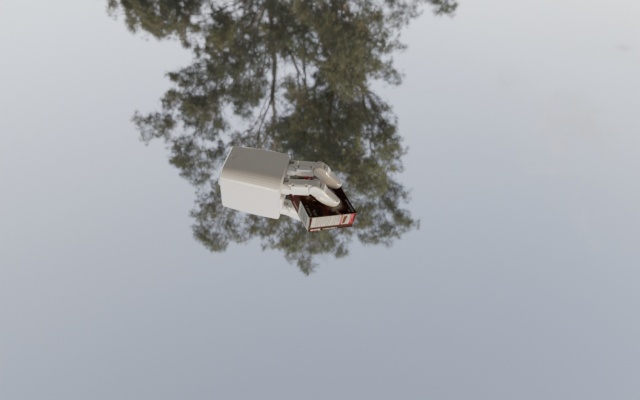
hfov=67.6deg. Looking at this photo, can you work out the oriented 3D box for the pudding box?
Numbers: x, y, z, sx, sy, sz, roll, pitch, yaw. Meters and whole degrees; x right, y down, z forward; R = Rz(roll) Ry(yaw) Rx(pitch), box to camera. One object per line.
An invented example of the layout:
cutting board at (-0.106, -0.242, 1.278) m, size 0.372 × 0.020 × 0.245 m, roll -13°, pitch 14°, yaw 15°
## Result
pudding box at (0.000, 0.003, 0.847) m, size 0.090 × 0.039 × 0.113 m, roll -6°, pitch 44°, yaw -23°
